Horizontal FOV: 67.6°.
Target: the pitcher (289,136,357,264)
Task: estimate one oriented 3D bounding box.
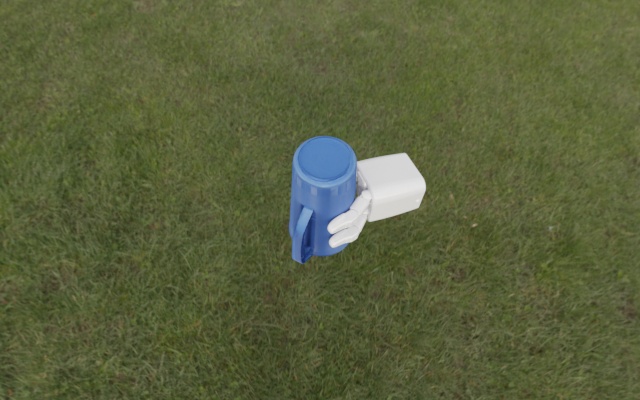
[{"bbox_3d":[0.000,0.003,0.887,0.145,0.149,0.243,-13,-31,-10],"label":"pitcher"}]
